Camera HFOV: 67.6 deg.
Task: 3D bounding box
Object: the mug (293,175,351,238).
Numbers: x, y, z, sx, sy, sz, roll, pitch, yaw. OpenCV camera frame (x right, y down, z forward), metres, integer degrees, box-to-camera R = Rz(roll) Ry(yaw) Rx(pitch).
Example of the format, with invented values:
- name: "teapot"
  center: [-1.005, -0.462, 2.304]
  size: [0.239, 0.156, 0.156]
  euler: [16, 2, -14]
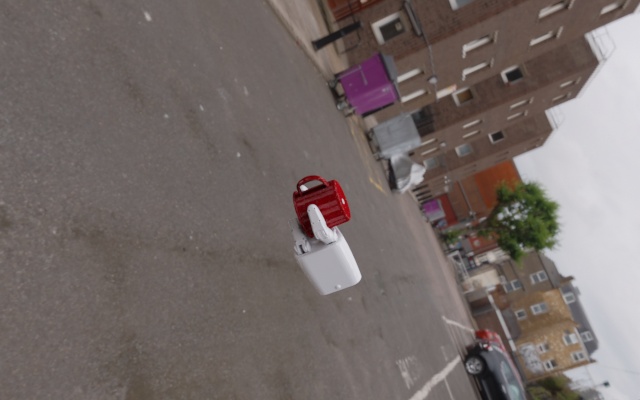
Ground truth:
- name: "mug"
  center: [0.000, 0.002, 0.870]
  size: [0.081, 0.117, 0.093]
  euler: [-21, 29, 11]
